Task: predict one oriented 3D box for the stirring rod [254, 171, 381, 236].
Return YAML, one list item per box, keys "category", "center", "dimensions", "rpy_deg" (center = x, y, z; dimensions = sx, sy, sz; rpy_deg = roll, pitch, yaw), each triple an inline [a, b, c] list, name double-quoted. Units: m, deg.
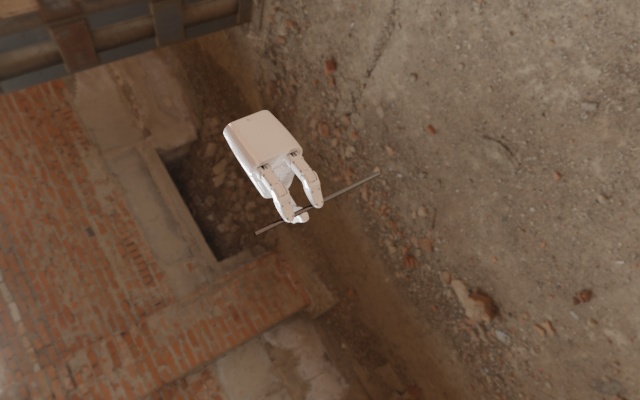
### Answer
- category: "stirring rod"
  center: [0.000, 0.002, 0.779]
  dimensions: [0.239, 0.011, 0.011]
  rpy_deg: [-26, 10, -21]
